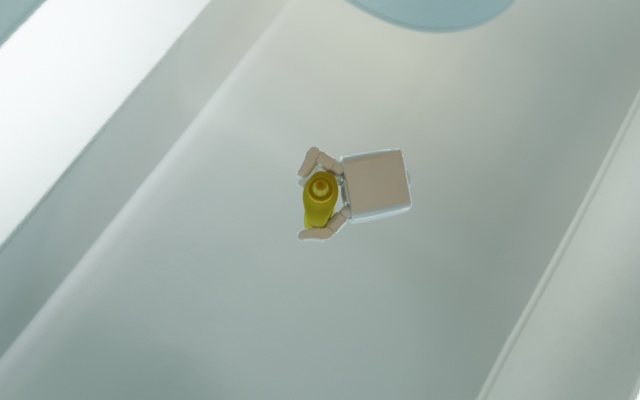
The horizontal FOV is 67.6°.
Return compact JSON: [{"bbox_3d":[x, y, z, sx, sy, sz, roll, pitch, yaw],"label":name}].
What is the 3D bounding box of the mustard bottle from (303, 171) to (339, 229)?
[{"bbox_3d":[0.000,0.003,0.824,0.058,0.096,0.192,13,-16,3],"label":"mustard bottle"}]
